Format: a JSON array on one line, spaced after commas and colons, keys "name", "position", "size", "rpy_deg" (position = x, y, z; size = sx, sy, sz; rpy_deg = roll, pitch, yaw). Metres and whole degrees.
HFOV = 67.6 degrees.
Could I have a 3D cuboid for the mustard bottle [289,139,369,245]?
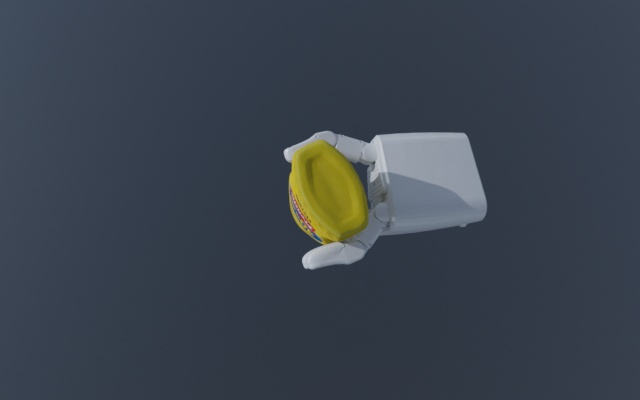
[{"name": "mustard bottle", "position": [0.000, 0.002, 0.529], "size": [0.058, 0.096, 0.191], "rpy_deg": [-29, -4, -9]}]
